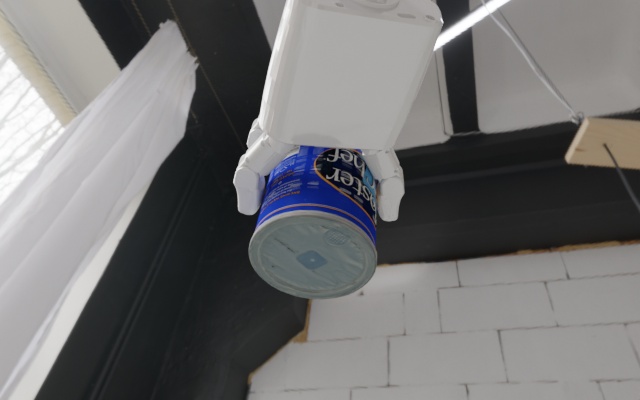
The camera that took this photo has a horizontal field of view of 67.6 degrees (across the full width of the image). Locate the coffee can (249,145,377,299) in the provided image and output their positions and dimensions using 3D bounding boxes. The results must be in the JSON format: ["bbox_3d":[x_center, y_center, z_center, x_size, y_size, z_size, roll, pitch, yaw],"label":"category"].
[{"bbox_3d":[0.000,0.002,0.430,0.103,0.103,0.140,0,43,8],"label":"coffee can"}]
